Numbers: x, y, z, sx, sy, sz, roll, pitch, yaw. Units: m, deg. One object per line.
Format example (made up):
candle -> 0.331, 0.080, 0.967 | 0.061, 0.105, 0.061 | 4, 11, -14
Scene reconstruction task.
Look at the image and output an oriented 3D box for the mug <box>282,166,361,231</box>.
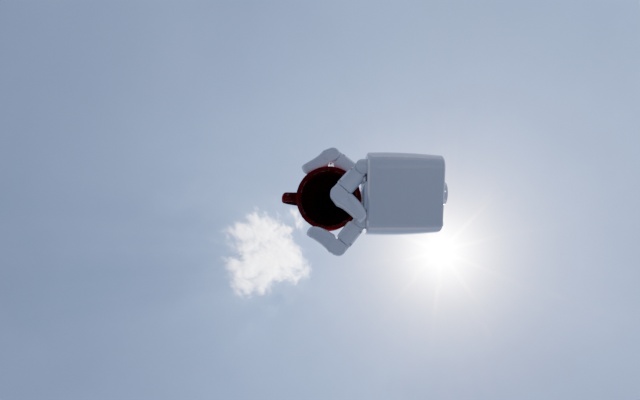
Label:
mug -> -0.001, 0.002, 0.719 | 0.117, 0.093, 0.081 | 2, -9, 1
